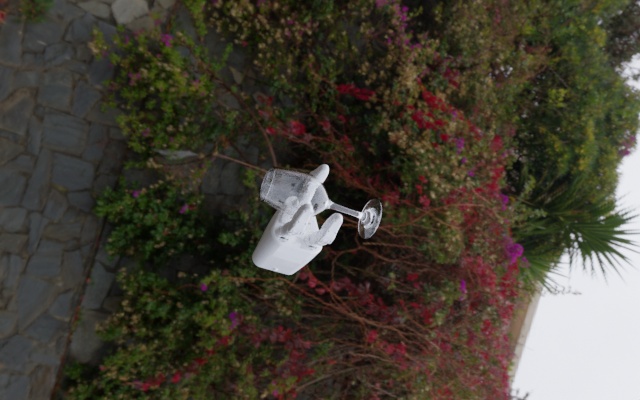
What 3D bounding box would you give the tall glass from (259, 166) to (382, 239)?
[{"bbox_3d":[0.001,0.003,0.813,0.201,0.079,0.079,19,-7,-21],"label":"tall glass"}]
